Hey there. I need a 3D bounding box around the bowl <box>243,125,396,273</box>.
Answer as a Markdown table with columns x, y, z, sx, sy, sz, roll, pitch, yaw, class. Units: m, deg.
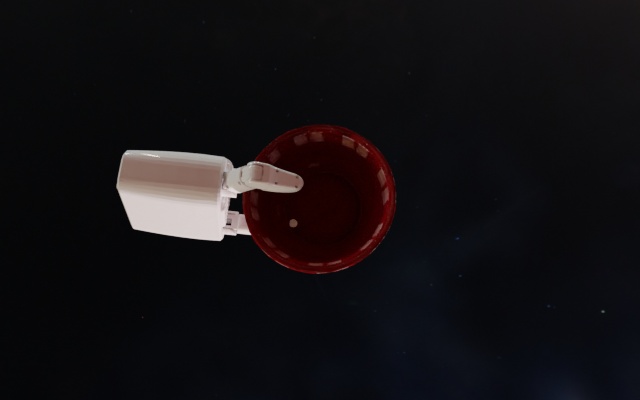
| x | y | z | sx | sy | sz | roll | pitch | yaw | class |
| --- | --- | --- | --- | --- | --- | --- | --- | --- | --- |
| 0.001 | 0.002 | 0.523 | 0.162 | 0.162 | 0.055 | 0 | -16 | 6 | bowl |
